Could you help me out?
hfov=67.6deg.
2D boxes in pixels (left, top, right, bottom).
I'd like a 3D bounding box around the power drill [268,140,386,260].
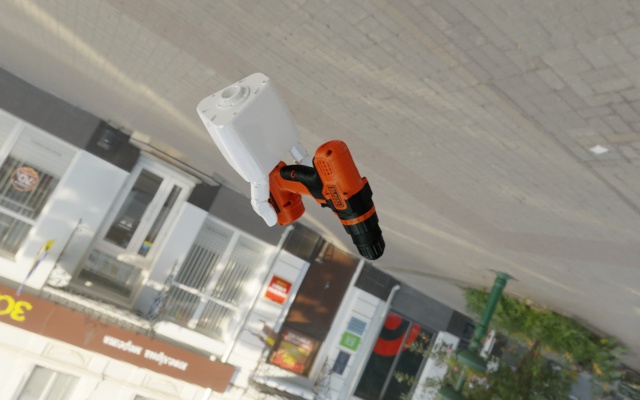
[{"bbox_3d":[0.000,0.002,0.704,0.187,0.184,0.057,0,31,46],"label":"power drill"}]
